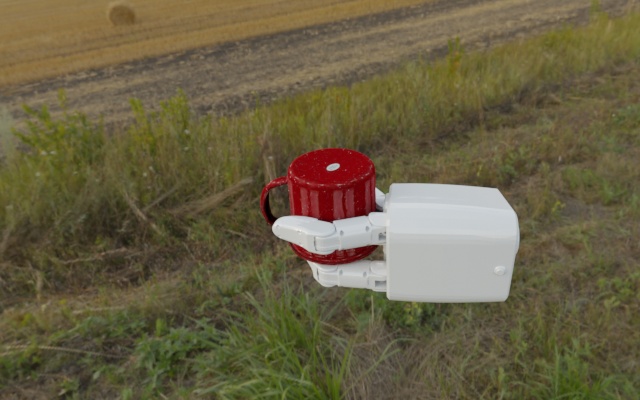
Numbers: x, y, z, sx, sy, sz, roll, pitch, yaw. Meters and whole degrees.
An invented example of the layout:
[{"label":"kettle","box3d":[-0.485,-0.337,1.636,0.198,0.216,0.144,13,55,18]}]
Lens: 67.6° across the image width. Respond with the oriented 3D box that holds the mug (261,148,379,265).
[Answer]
[{"label":"mug","box3d":[-0.001,0.001,0.460,0.117,0.081,0.093,1,31,8]}]
